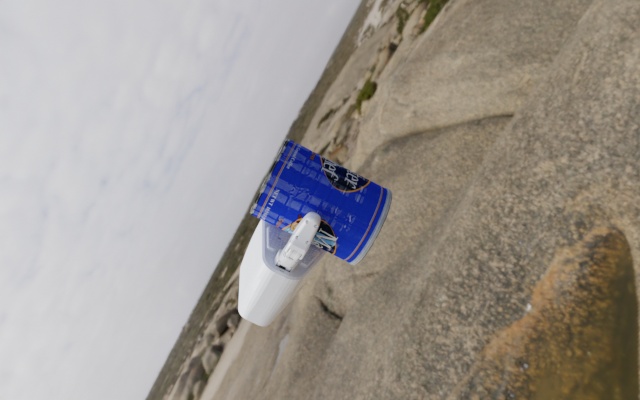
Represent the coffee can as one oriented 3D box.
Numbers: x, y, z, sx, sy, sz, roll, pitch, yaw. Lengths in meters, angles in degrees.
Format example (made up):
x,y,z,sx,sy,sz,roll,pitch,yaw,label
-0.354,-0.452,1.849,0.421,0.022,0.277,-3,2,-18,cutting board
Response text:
x,y,z,sx,sy,sz,roll,pitch,yaw,label
0.000,0.002,0.575,0.140,0.103,0.103,27,-3,-5,coffee can
